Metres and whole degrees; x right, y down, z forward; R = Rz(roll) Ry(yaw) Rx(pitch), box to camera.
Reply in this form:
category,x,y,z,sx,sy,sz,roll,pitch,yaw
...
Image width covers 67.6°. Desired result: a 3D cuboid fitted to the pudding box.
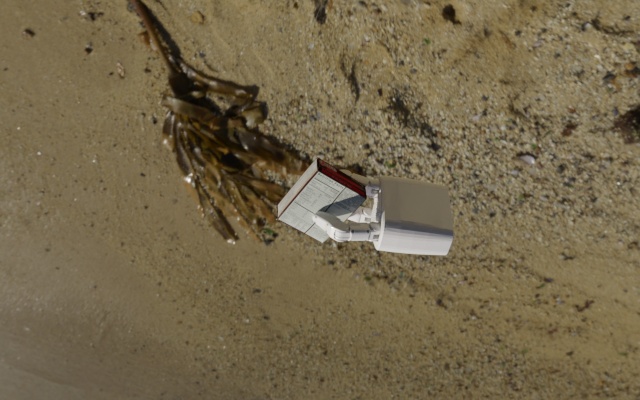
category,x,y,z,sx,sy,sz,roll,pitch,yaw
pudding box,0.000,0.002,0.710,0.090,0.113,0.039,30,30,-21
